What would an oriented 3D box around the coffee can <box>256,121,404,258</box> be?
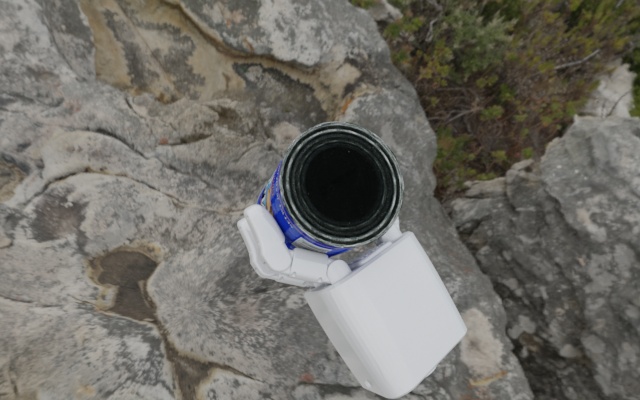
[{"bbox_3d":[0.000,0.001,0.436,0.103,0.102,0.140,0,-13,-15],"label":"coffee can"}]
